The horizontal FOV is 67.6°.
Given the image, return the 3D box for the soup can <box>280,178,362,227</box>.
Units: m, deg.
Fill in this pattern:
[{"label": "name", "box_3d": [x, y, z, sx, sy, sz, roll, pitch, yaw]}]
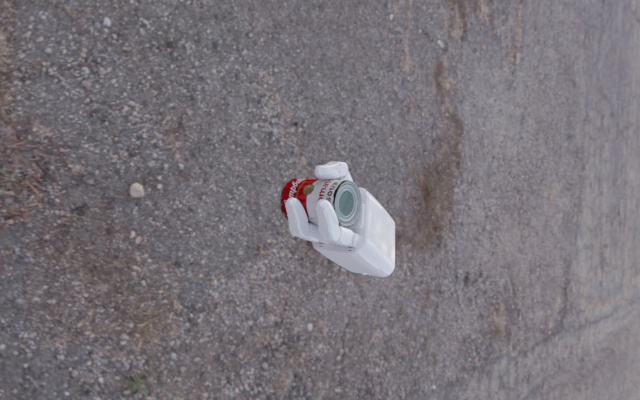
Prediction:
[{"label": "soup can", "box_3d": [0.000, 0.002, 0.697, 0.102, 0.068, 0.068, 4, 2, 39]}]
